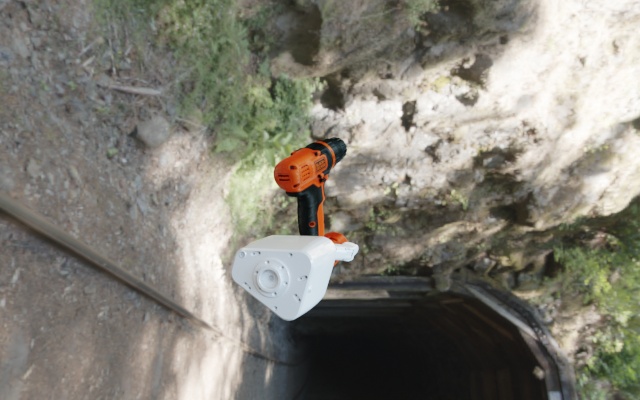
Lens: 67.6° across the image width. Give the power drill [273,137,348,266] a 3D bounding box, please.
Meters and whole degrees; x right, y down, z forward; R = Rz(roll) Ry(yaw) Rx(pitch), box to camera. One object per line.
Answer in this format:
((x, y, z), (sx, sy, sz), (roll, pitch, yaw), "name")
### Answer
((0.000, 0.003, 0.749), (0.057, 0.188, 0.184), (0, 19, 31), "power drill")
